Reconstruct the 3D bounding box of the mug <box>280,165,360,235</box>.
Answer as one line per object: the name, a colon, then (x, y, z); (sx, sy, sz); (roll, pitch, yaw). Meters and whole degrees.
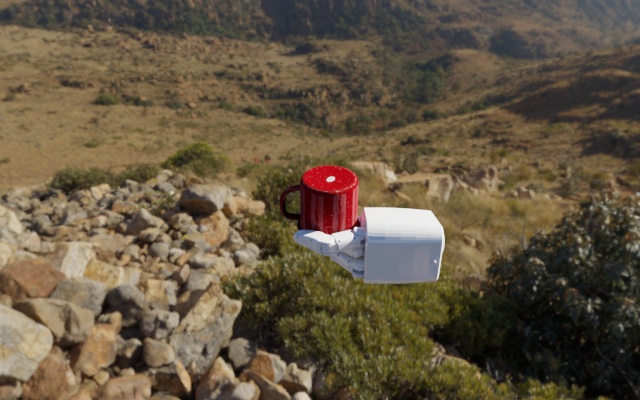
mug: (-0.001, 0.002, 0.682); (0.117, 0.081, 0.093); (1, 32, 1)
